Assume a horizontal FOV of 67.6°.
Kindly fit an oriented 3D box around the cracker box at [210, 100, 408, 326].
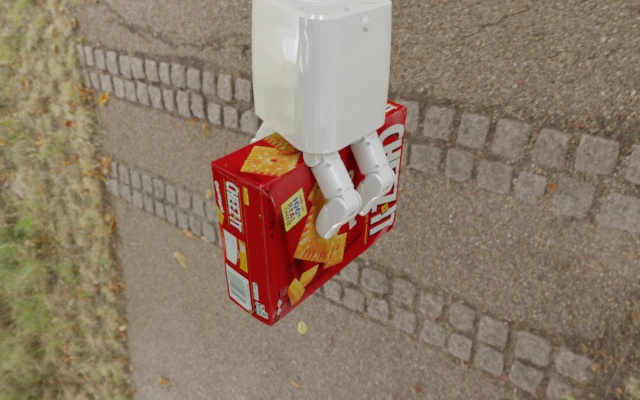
[{"bbox_3d":[0.000,0.002,0.488,0.072,0.164,0.213,27,42,33],"label":"cracker box"}]
